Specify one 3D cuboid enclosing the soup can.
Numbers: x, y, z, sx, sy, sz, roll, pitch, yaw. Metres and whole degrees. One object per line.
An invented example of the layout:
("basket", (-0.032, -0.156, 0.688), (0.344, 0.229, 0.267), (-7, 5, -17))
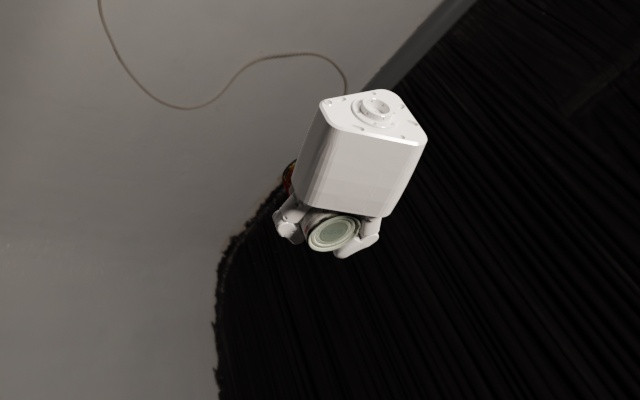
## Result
("soup can", (0.000, 0.002, 0.578), (0.068, 0.102, 0.069), (-15, -38, -12))
